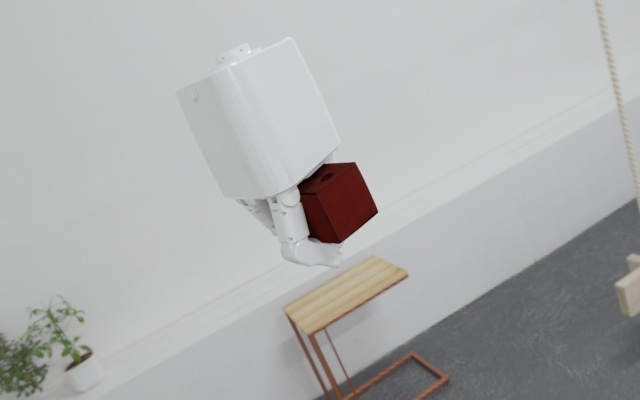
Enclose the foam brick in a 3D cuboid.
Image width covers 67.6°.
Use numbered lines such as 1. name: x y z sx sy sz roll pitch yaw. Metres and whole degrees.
1. foam brick: 0.000 0.001 0.424 0.053 0.051 0.078 -38 23 -32
